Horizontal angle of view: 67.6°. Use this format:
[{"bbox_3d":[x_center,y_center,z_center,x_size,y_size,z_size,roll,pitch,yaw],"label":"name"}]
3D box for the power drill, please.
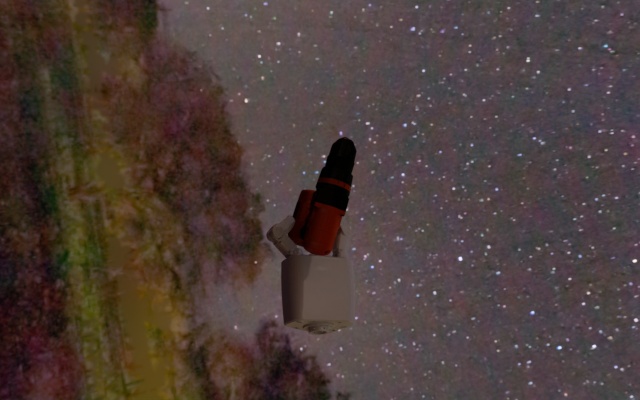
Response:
[{"bbox_3d":[0.000,0.003,0.779,0.057,0.184,0.188,19,-13,-8],"label":"power drill"}]
